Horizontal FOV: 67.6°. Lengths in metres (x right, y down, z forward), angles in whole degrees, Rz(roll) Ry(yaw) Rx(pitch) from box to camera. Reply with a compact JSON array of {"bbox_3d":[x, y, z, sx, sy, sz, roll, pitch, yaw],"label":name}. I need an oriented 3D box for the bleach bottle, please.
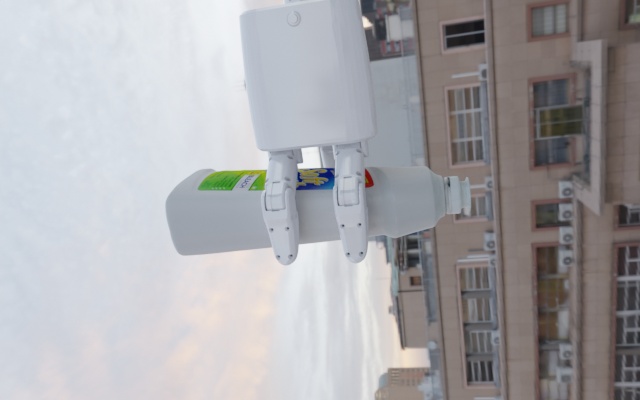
[{"bbox_3d":[0.000,0.001,0.422,0.251,0.068,0.102,-4,18,11],"label":"bleach bottle"}]
